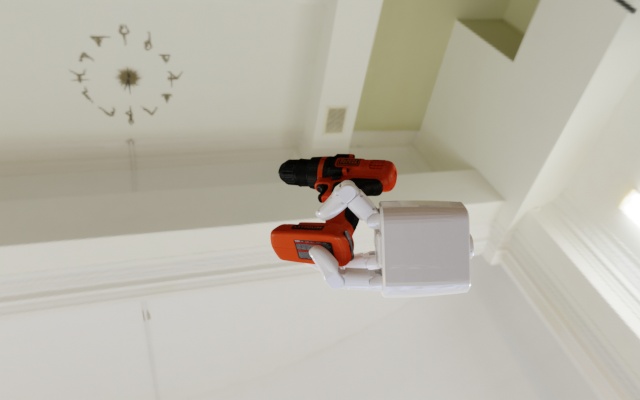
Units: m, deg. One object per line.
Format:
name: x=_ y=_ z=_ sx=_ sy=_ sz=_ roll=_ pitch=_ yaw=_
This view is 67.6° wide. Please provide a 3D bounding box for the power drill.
power drill: x=0.000 y=0.003 z=0.664 sx=0.184 sy=0.057 sz=0.187 roll=2 pitch=42 yaw=23
